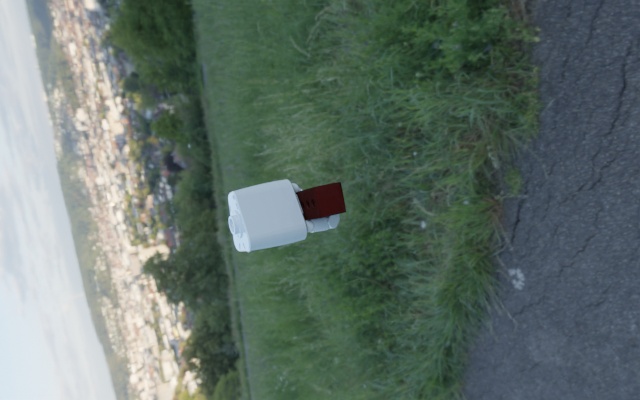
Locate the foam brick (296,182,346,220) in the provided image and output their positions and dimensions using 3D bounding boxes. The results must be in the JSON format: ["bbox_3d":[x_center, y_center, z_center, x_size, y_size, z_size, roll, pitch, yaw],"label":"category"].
[{"bbox_3d":[0.000,0.003,0.812,0.051,0.053,0.078,-11,-1,-26],"label":"foam brick"}]
